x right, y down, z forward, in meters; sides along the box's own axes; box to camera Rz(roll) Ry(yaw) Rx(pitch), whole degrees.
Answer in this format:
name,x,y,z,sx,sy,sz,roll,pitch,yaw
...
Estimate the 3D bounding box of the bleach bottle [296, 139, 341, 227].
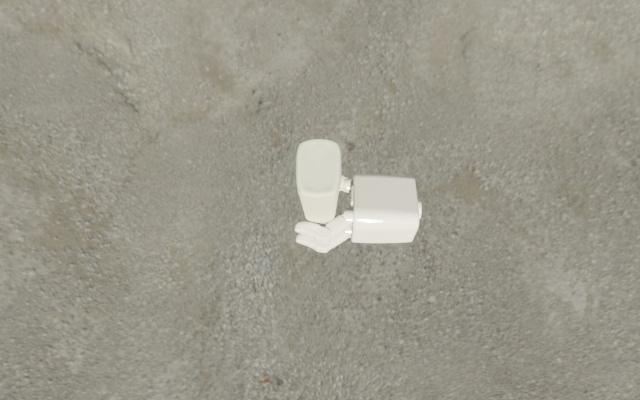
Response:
name,x,y,z,sx,sy,sz,roll,pitch,yaw
bleach bottle,0.000,0.003,0.815,0.068,0.102,0.251,0,-24,2
